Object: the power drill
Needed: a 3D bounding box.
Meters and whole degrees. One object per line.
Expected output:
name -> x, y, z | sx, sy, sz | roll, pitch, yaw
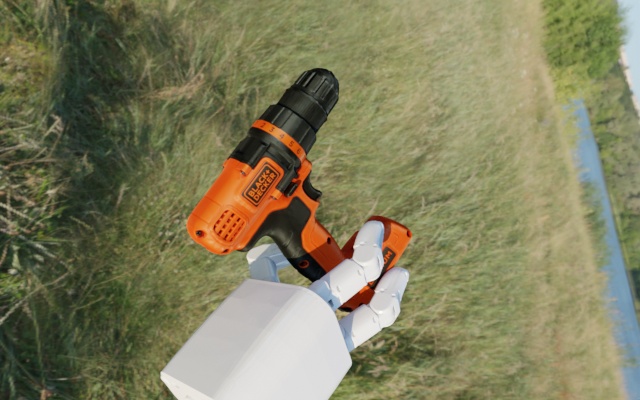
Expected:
power drill -> 0.000, 0.002, 0.436 | 0.188, 0.184, 0.057 | 41, -11, -27
